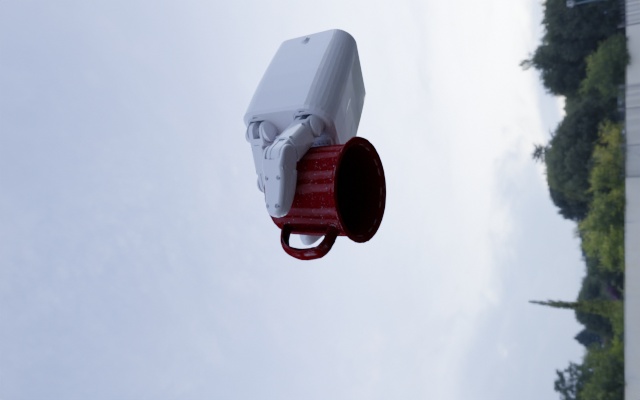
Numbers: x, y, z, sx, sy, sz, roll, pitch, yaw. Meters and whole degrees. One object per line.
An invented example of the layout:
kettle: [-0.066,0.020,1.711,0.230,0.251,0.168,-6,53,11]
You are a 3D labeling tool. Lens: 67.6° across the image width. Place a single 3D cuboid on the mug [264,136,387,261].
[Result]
mug: [0.000,0.003,0.430,0.081,0.117,0.093,-1,-33,34]
